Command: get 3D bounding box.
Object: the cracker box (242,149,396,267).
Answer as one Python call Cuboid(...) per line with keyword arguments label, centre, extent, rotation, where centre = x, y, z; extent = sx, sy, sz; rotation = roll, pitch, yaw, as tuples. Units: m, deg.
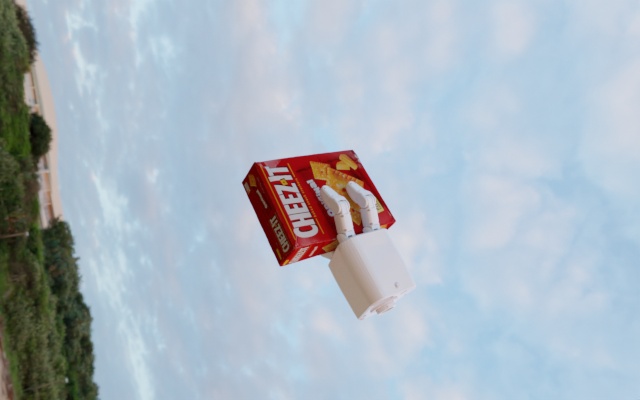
Cuboid(label="cracker box", centre=(0.000, 0.003, 0.807), extent=(0.213, 0.164, 0.072), rotation=(-11, -27, -36))
